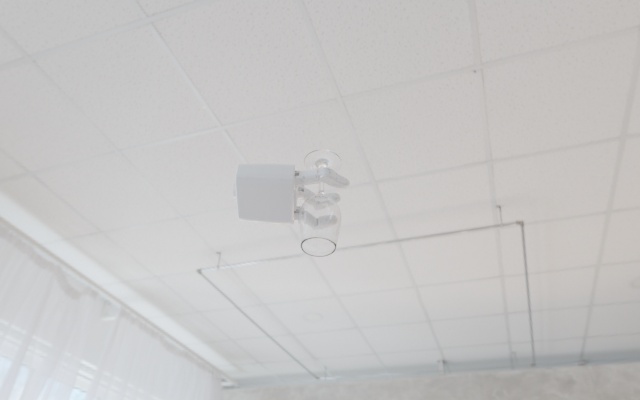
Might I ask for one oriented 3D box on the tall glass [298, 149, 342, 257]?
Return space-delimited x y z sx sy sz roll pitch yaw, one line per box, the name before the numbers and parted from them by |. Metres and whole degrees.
tall glass | 0.000 0.002 0.883 0.079 0.200 0.079 2 -38 1
